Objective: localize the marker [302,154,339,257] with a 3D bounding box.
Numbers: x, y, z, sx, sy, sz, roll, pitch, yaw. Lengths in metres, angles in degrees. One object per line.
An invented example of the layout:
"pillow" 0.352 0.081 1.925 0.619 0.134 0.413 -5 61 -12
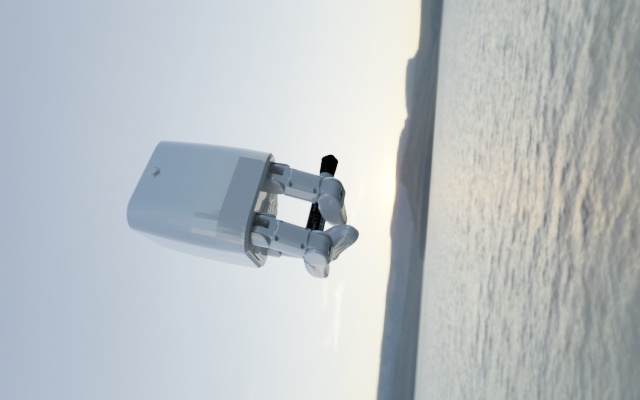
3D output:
"marker" 0.000 0.002 0.472 0.020 0.121 0.020 9 -35 6
